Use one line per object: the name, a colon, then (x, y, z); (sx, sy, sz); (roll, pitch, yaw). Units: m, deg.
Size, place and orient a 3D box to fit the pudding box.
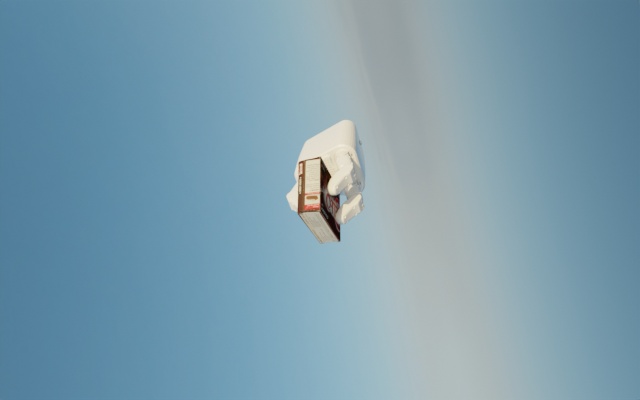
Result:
pudding box: (0.000, 0.002, 0.713); (0.039, 0.090, 0.113); (-10, -29, 16)
